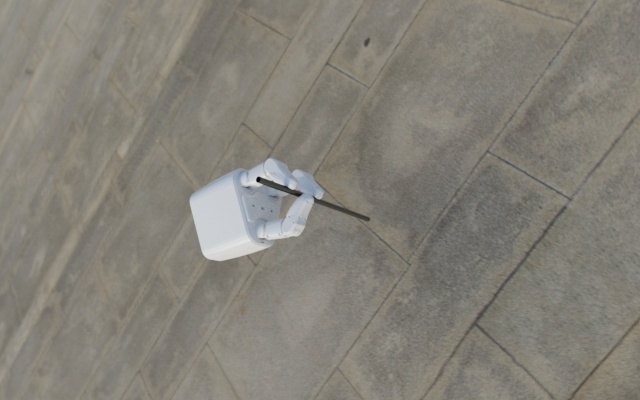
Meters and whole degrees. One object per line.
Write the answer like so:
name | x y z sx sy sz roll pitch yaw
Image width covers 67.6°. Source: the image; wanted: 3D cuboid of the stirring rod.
stirring rod | 0.000 0.002 0.661 0.011 0.011 0.239 0 -13 40
